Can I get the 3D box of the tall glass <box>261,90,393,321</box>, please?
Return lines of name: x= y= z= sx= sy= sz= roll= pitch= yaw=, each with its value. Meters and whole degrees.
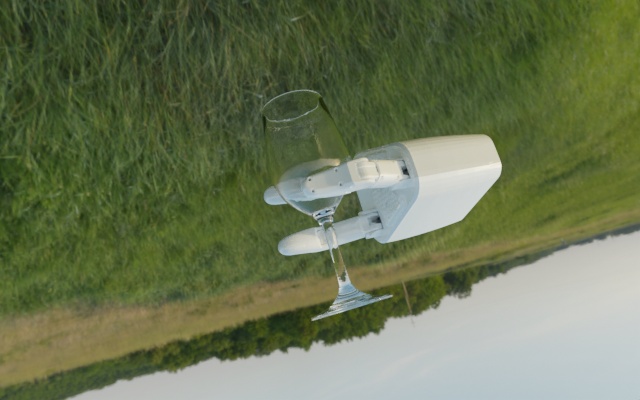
tall glass: x=0.000 y=0.002 z=0.440 sx=0.079 sy=0.201 sz=0.079 roll=-16 pitch=-13 yaw=-4
